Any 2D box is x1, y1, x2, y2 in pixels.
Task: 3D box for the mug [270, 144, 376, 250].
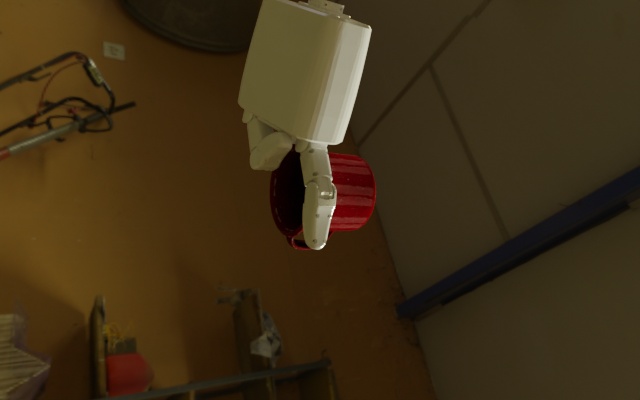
[{"bbox_3d":[0.000,0.003,0.502,0.081,0.117,0.093,2,26,-31],"label":"mug"}]
